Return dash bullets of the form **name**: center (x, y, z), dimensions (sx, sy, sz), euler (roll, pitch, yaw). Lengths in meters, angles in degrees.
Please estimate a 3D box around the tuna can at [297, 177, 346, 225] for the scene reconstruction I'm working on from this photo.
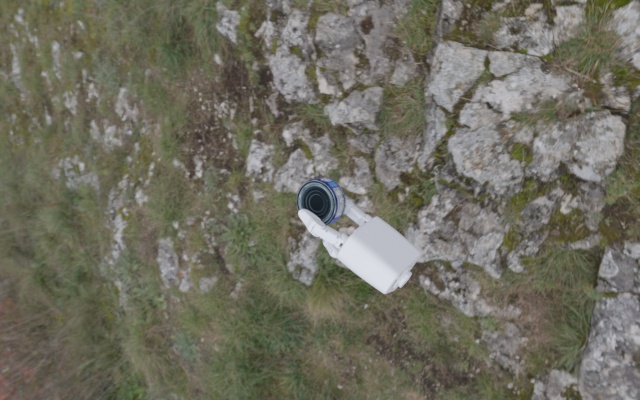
- **tuna can**: center (0.000, 0.003, 0.851), dimensions (0.086, 0.086, 0.034), euler (0, 8, 33)
